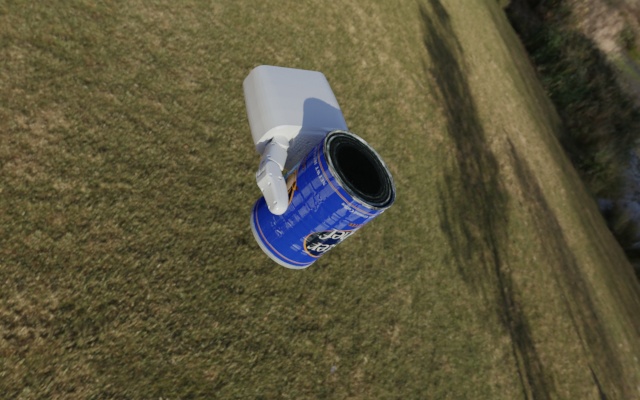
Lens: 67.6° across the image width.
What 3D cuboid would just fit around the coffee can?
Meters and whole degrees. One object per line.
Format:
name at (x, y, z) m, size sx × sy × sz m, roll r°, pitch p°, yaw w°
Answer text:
coffee can at (0.000, 0.002, 0.545) m, size 0.103 × 0.102 × 0.140 m, roll 0°, pitch -31°, yaw -47°
